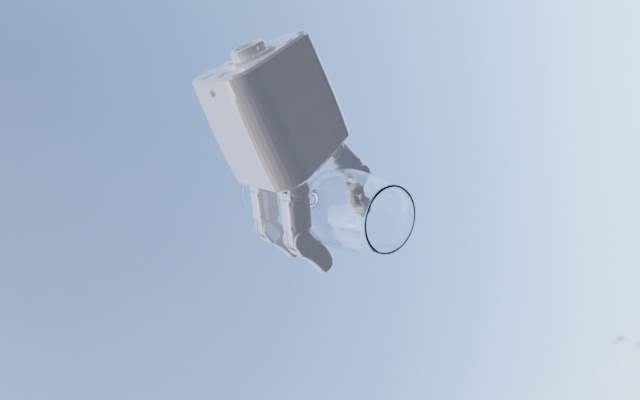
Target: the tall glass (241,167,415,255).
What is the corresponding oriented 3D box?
[{"bbox_3d":[0.000,0.002,0.487,0.079,0.079,0.201,0,9,-38],"label":"tall glass"}]
